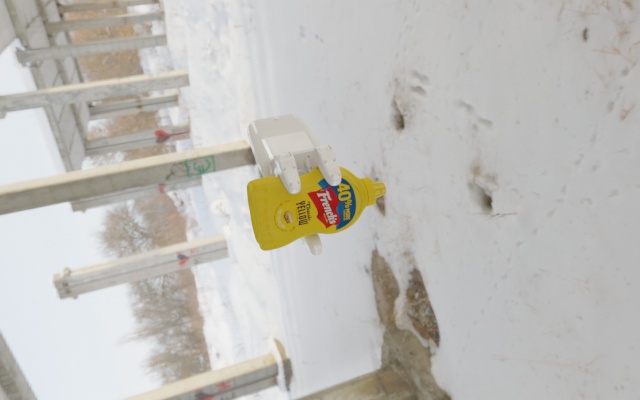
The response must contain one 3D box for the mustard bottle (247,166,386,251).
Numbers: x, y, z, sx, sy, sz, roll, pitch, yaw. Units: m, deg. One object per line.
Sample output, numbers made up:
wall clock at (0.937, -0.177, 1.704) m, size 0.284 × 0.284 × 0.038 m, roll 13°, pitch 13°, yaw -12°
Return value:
mustard bottle at (0.000, 0.002, 0.656) m, size 0.191 × 0.096 × 0.058 m, roll -13°, pitch 21°, yaw -16°
